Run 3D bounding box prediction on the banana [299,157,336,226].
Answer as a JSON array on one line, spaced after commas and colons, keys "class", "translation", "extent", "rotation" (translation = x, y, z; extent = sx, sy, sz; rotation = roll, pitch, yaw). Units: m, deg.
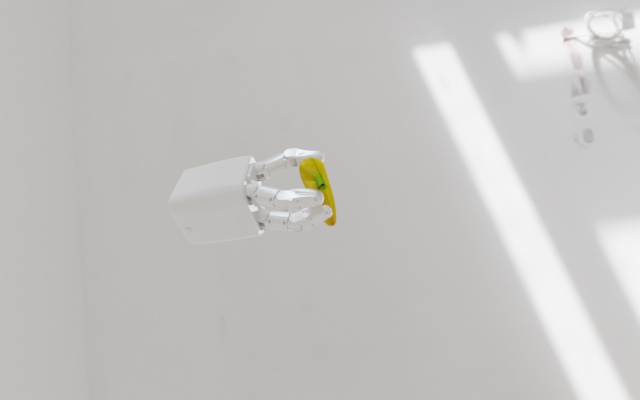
[{"class": "banana", "translation": [-0.004, -0.016, 0.693], "extent": [0.037, 0.069, 0.198], "rotation": [-12, -18, 4]}]
